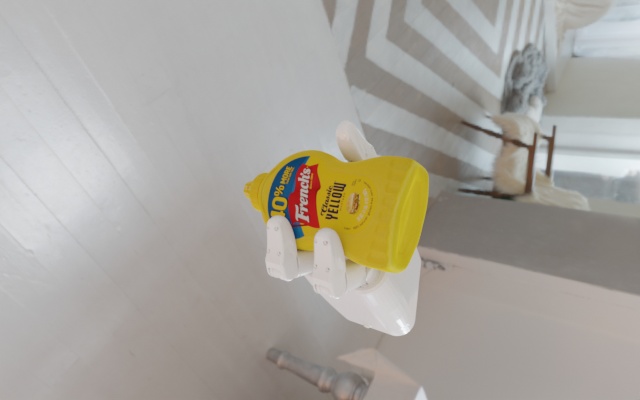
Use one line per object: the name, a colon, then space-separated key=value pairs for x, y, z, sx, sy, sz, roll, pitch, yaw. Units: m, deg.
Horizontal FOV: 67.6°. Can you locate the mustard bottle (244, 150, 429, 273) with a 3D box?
mustard bottle: x=0.000 y=0.001 z=0.448 sx=0.191 sy=0.096 sz=0.058 roll=10 pitch=-7 yaw=37
